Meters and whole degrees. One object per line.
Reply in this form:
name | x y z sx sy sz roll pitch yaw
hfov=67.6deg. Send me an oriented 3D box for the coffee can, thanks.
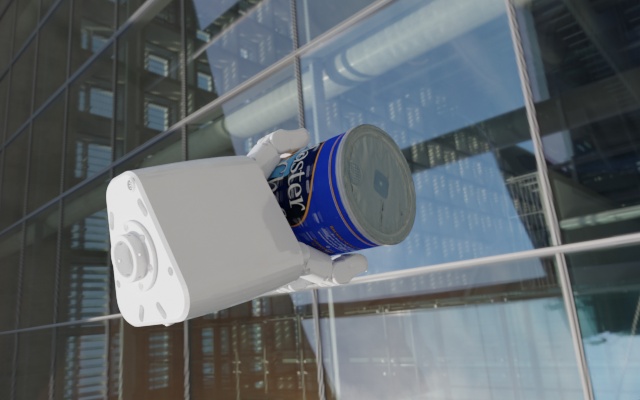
coffee can | 0.000 0.001 0.436 0.140 0.103 0.103 -17 -11 40
